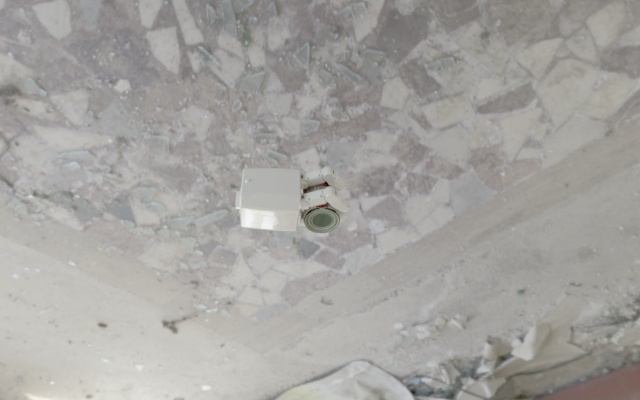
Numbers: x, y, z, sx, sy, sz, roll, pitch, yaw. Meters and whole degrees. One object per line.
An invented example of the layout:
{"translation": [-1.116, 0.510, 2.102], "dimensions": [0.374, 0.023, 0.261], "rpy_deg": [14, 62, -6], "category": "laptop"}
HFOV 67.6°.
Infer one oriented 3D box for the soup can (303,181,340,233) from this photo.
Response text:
{"translation": [0.001, 0.003, 0.898], "dimensions": [0.068, 0.069, 0.102], "rpy_deg": [0, 44, -4], "category": "soup can"}
